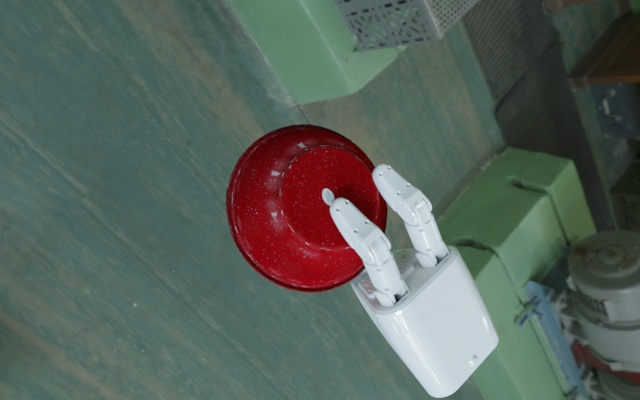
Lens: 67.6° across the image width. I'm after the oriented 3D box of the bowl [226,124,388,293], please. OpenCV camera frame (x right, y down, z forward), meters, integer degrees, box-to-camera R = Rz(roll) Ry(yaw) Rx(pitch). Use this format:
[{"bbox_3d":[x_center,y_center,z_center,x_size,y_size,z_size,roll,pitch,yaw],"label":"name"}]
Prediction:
[{"bbox_3d":[-0.001,0.000,0.430,0.162,0.162,0.055,0,-9,-20],"label":"bowl"}]
